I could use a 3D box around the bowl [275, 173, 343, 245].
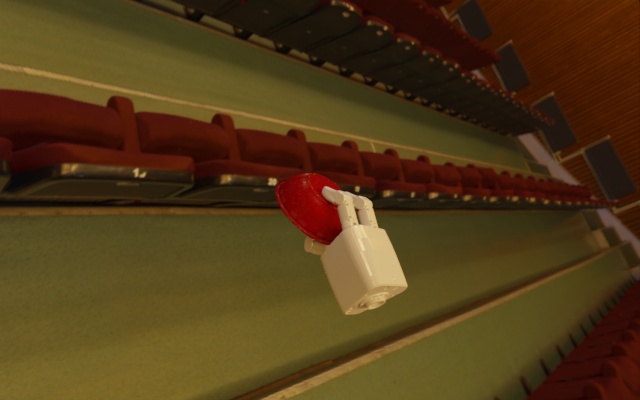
[{"bbox_3d":[0.000,0.001,0.849,0.055,0.162,0.162,-49,-26,25],"label":"bowl"}]
